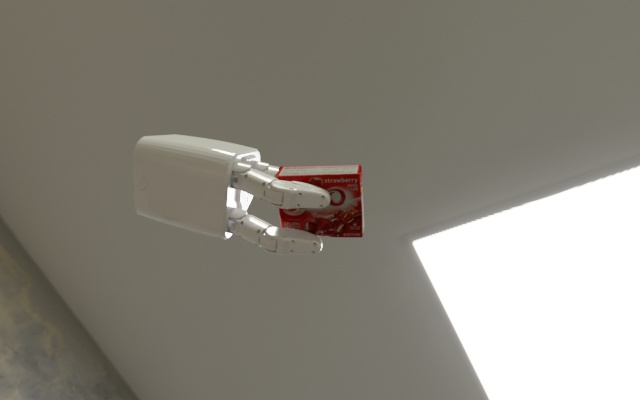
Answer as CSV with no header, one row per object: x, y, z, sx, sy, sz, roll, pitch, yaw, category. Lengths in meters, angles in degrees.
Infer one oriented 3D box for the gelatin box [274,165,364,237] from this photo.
0.000,0.001,0.501,0.089,0.073,0.030,-1,26,8,gelatin box
